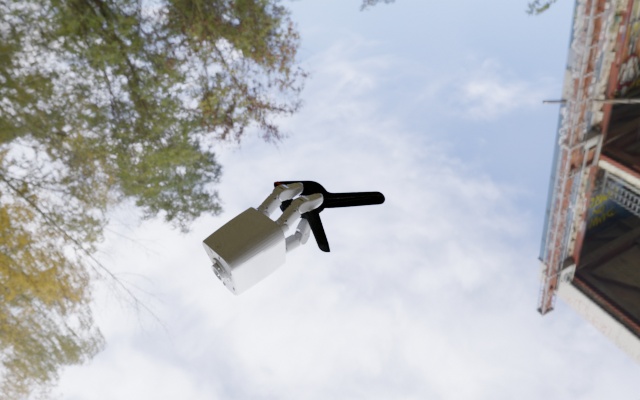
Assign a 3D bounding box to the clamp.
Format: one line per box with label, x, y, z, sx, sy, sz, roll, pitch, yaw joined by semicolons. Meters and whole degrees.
clamp;0.000;0.003;0.864;0.164;0.036;0.210;-33;42;-28
